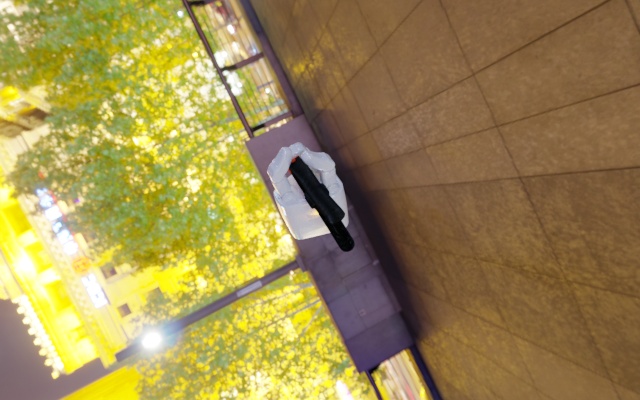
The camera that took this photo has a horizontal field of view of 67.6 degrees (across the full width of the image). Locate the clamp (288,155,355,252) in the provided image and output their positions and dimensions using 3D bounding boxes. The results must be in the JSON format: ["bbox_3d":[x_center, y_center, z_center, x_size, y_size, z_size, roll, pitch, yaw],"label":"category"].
[{"bbox_3d":[-0.001,0.003,0.739,0.039,0.171,0.120,-26,-39,-9],"label":"clamp"}]
